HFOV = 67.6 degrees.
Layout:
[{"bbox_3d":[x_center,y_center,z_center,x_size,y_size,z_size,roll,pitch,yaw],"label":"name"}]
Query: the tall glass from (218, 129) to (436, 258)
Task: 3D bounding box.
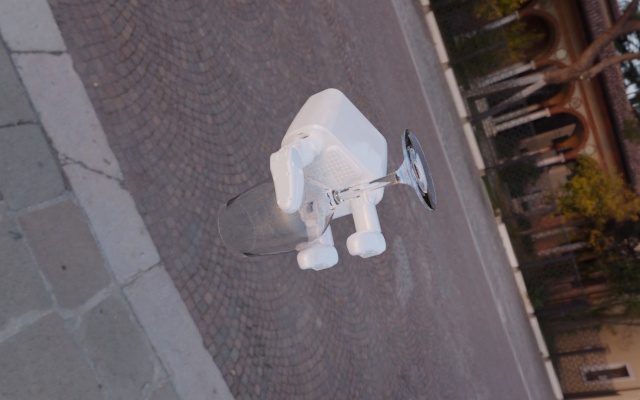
[{"bbox_3d":[0.001,0.001,0.452,0.201,0.079,0.079,-18,-8,24],"label":"tall glass"}]
